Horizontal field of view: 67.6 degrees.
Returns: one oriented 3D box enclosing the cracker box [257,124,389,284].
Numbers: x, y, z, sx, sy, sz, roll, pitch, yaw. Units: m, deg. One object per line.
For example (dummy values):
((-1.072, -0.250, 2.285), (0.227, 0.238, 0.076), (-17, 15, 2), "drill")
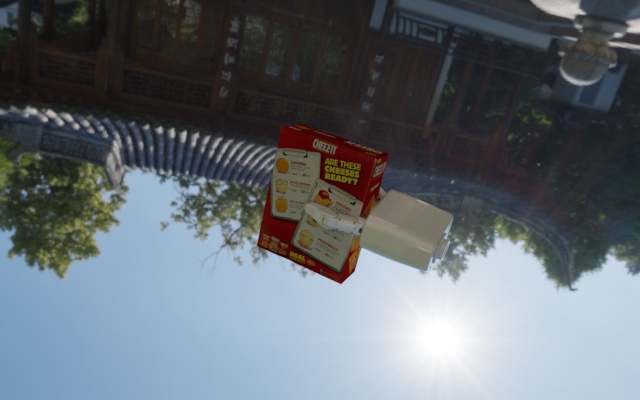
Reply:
((0.000, 0.003, 0.769), (0.164, 0.214, 0.072), (22, 21, 20), "cracker box")
